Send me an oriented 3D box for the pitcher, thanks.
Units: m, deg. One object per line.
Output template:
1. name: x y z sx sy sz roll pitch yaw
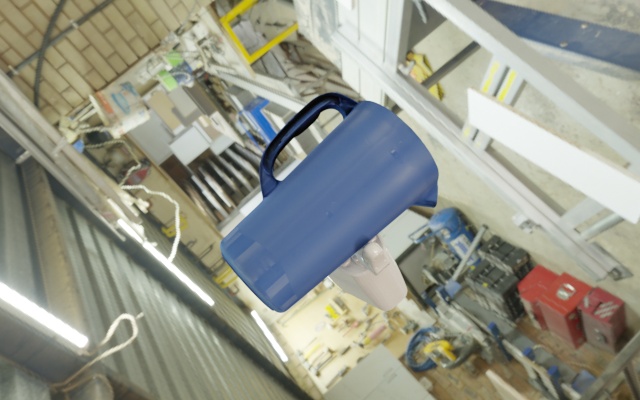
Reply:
1. pitcher: 0.000 0.002 0.550 0.149 0.243 0.145 40 -11 46
